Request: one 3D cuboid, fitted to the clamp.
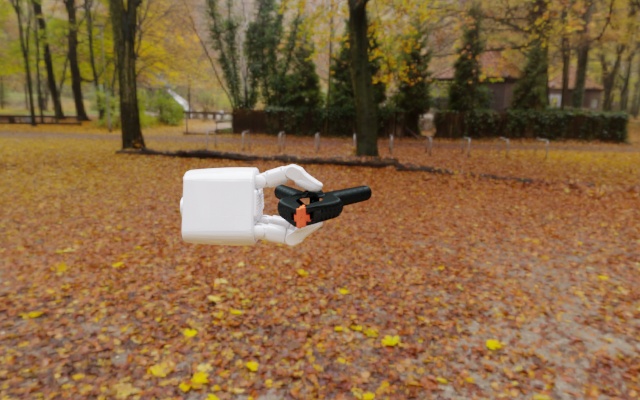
[{"bbox_3d":[0.000,0.002,0.722,0.164,0.036,0.210,-2,11,2],"label":"clamp"}]
